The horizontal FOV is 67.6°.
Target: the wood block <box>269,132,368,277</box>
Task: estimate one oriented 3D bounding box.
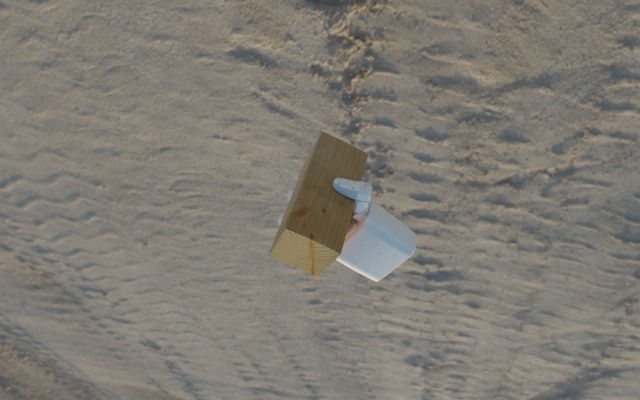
[{"bbox_3d":[0.001,0.003,0.763,0.090,0.206,0.091,25,-39,-9],"label":"wood block"}]
